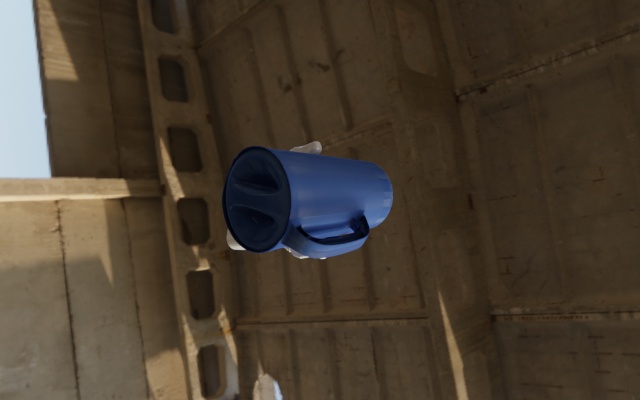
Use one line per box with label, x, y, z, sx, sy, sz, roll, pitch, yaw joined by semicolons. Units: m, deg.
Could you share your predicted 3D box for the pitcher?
pitcher;0.000;0.002;0.670;0.145;0.149;0.243;-12;-6;42
